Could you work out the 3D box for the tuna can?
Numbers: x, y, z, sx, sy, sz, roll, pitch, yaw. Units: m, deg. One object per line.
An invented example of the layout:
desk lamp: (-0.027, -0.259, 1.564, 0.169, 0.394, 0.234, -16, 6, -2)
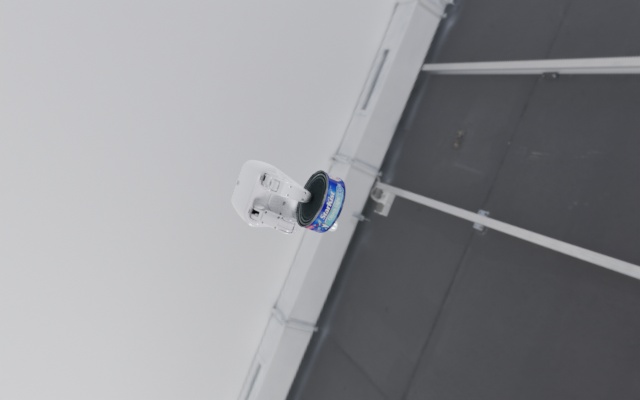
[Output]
tuna can: (0.001, 0.002, 0.683, 0.034, 0.086, 0.086, 21, -9, -24)
